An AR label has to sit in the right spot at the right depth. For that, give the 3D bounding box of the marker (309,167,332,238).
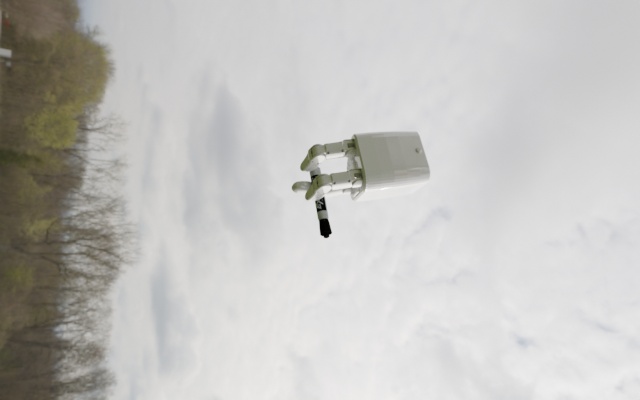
[{"bbox_3d":[0.000,0.002,0.750,0.020,0.121,0.020,-8,-26,-4],"label":"marker"}]
